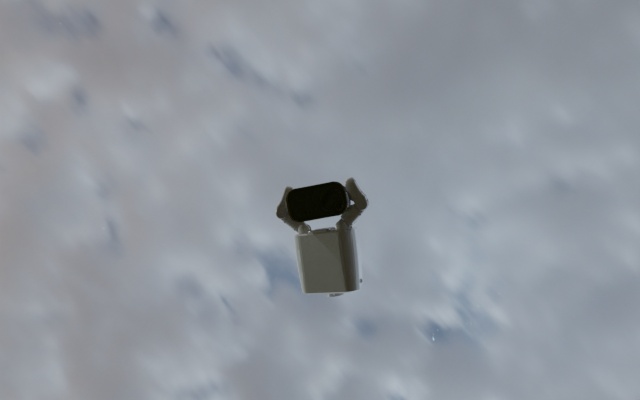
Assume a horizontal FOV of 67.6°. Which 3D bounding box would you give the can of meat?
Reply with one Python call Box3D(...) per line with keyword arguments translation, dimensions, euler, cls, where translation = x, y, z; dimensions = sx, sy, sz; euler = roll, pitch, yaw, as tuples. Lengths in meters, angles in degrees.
Box3D(translation=(0.000, 0.003, 0.831), dimensions=(0.102, 0.057, 0.084), euler=(-11, -2, 9), cls="can of meat")
